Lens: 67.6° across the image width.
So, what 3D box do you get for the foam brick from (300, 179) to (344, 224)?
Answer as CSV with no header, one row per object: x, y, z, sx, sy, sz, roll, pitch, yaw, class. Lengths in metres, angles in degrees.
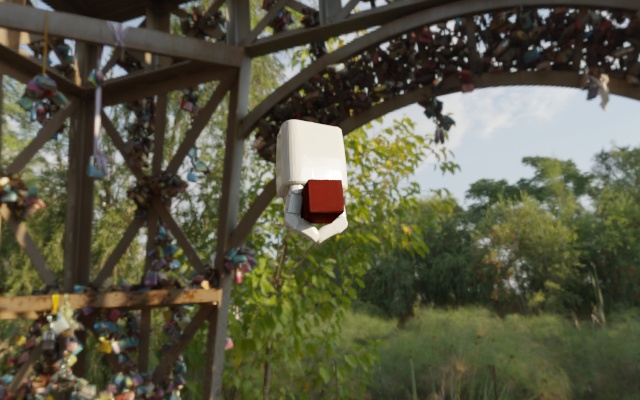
0.000,0.002,0.720,0.053,0.051,0.078,1,-15,-13,foam brick
